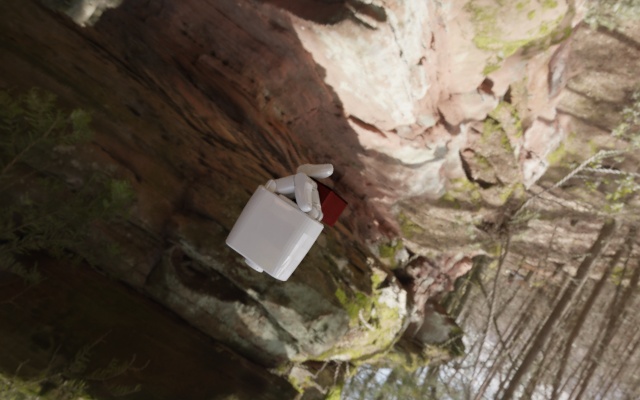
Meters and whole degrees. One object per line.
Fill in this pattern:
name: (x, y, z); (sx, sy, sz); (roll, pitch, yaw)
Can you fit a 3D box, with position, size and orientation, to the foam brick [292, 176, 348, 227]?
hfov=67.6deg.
foam brick: (0.000, 0.003, 0.794); (0.053, 0.051, 0.078); (31, -3, 30)
